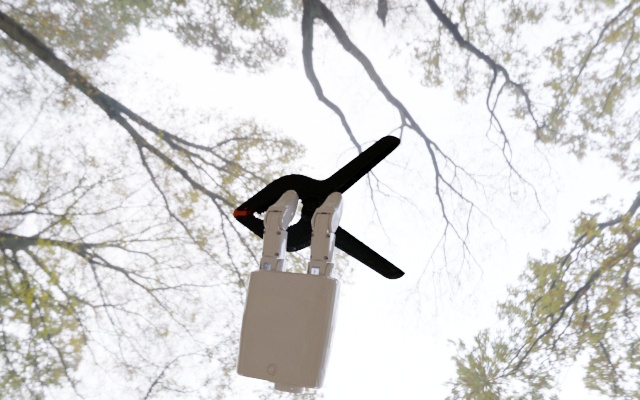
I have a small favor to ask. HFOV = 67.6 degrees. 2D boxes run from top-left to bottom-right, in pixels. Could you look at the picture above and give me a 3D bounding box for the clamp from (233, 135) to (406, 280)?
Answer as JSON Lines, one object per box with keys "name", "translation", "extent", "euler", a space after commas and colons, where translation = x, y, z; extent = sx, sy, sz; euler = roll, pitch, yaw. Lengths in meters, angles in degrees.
{"name": "clamp", "translation": [0.000, 0.002, 0.556], "extent": [0.210, 0.164, 0.036], "euler": [2, -17, 20]}
